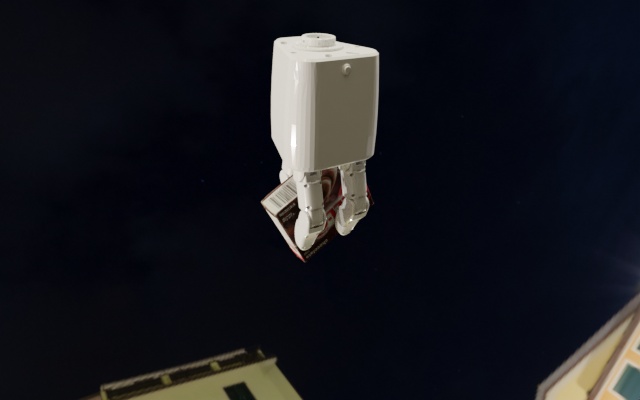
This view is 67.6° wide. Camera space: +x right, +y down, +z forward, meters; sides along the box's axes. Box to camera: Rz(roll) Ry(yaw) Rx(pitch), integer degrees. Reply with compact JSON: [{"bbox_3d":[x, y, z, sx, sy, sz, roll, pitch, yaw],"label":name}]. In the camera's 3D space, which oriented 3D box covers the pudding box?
[{"bbox_3d":[0.000,0.002,0.540,0.113,0.090,0.039,-38,44,-11],"label":"pudding box"}]
